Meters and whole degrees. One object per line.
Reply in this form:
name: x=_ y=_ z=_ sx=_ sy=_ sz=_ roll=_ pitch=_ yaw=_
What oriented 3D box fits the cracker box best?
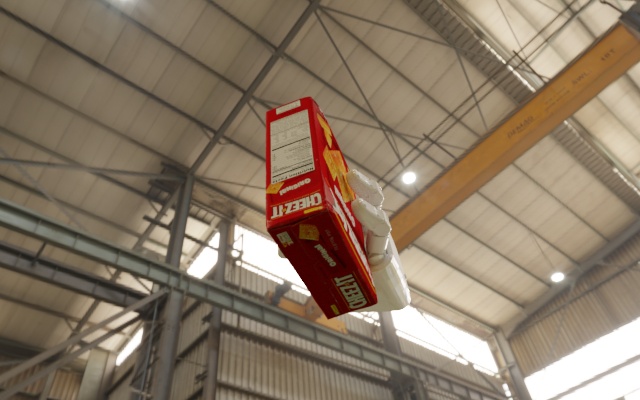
cracker box: x=0.000 y=0.002 z=0.565 sx=0.072 sy=0.164 sz=0.213 roll=-20 pitch=41 yaw=10
